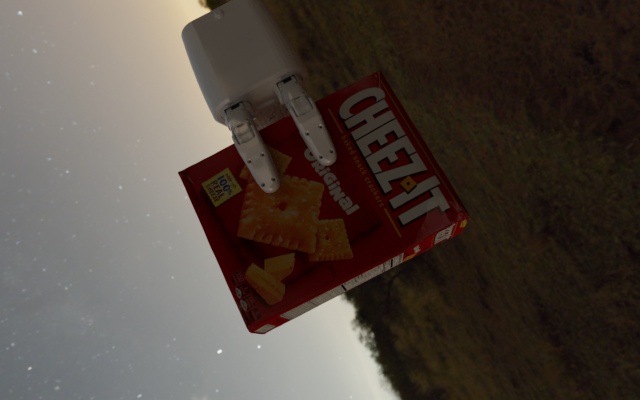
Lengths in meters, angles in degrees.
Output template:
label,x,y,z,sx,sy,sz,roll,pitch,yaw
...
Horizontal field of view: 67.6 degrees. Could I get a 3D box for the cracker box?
label,x,y,z,sx,sy,sz,roll,pitch,yaw
cracker box,0.000,0.002,0.444,0.213,0.164,0.072,-27,-17,0
